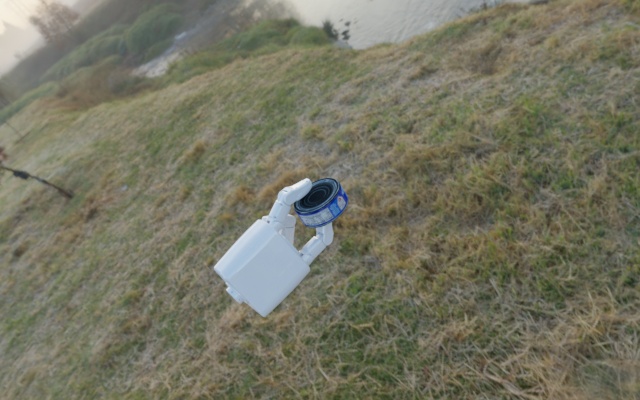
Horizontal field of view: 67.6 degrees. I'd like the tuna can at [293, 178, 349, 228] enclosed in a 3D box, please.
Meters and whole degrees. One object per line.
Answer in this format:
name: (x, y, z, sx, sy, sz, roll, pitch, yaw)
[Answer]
tuna can: (0.000, 0.002, 0.768, 0.086, 0.034, 0.086, -23, 32, 15)
